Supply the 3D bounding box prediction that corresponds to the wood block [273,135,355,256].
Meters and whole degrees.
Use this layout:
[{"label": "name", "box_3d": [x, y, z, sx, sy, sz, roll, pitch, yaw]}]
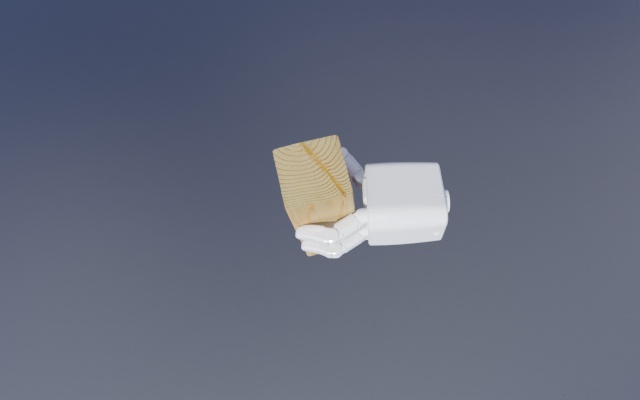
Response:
[{"label": "wood block", "box_3d": [0.000, 0.002, 0.700, 0.090, 0.090, 0.206, -14, -24, 1]}]
